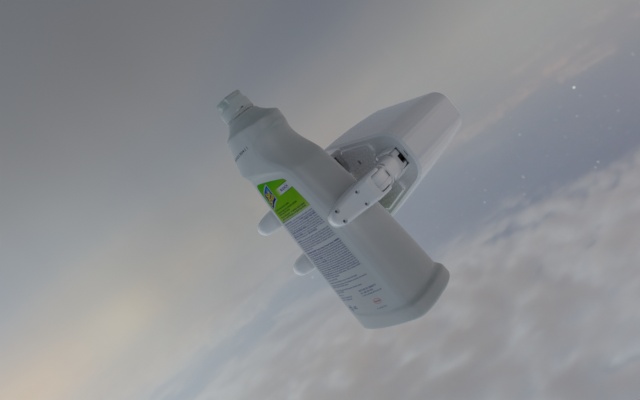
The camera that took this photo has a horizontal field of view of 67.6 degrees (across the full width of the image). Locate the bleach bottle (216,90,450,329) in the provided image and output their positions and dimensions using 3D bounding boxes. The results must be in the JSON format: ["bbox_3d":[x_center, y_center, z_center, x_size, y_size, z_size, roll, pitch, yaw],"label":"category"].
[{"bbox_3d":[0.000,0.002,0.436,0.068,0.251,0.102,-43,6,-38],"label":"bleach bottle"}]
